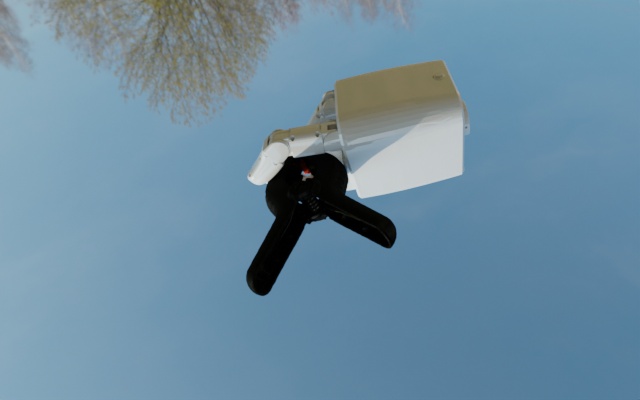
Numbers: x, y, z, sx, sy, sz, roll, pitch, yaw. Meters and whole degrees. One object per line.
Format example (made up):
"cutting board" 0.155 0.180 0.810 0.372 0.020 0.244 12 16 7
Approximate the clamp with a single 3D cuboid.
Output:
"clamp" 0.000 0.002 0.414 0.120 0.039 0.171 -12 41 9
